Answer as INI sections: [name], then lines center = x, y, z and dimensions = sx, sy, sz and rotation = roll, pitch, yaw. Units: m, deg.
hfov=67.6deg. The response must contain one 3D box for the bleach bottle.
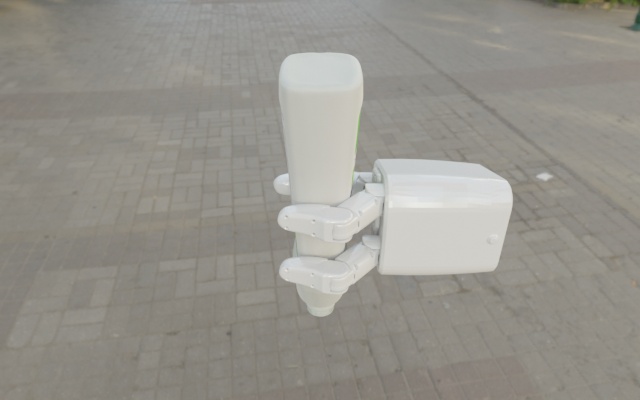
[bleach bottle]
center = 0.000, 0.001, 0.444
dimensions = 0.068, 0.251, 0.102
rotation = 0, 32, 0
